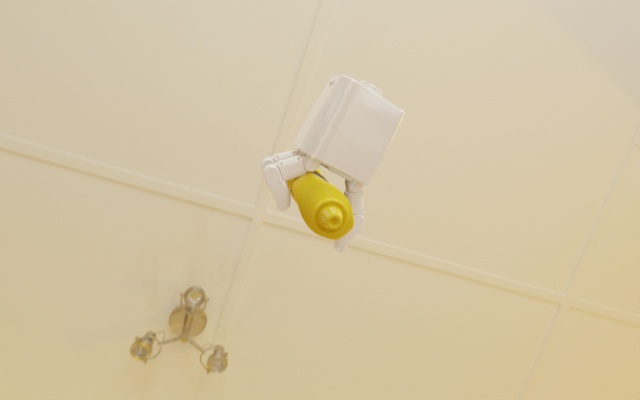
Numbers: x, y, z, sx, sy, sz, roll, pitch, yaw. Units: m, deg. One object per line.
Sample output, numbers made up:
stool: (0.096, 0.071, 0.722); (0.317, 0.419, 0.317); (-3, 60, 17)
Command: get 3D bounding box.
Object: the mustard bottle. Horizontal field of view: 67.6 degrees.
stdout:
mustard bottle: (0.000, 0.002, 0.617); (0.058, 0.096, 0.191); (-38, 16, 0)
